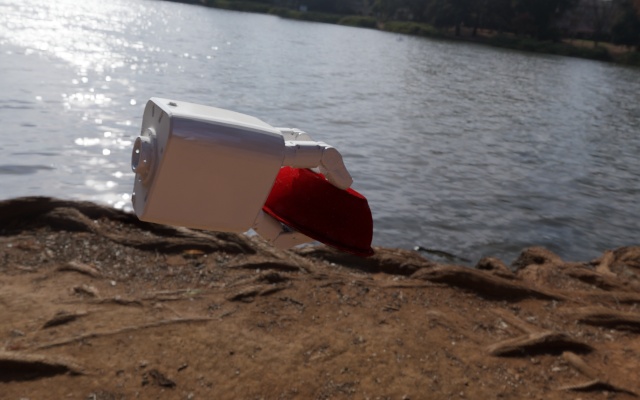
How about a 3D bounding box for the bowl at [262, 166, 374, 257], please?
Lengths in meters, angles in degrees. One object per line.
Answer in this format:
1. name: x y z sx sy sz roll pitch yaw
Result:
1. bowl: 0.001 0.002 0.544 0.162 0.055 0.162 26 7 -3
